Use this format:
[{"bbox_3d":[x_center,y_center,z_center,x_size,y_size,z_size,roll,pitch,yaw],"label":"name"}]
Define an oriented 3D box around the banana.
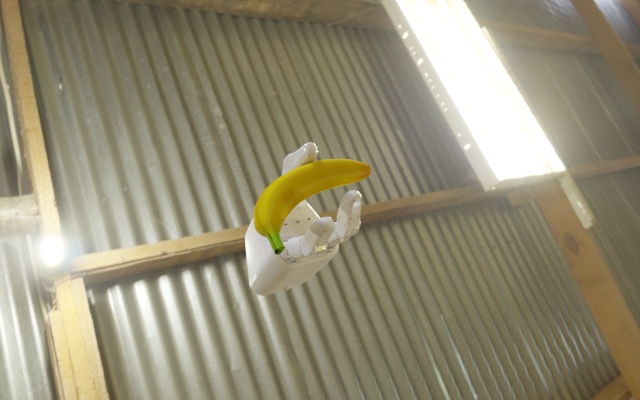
[{"bbox_3d":[-0.016,-0.009,0.546,0.197,0.069,0.037,-41,-12,-43],"label":"banana"}]
